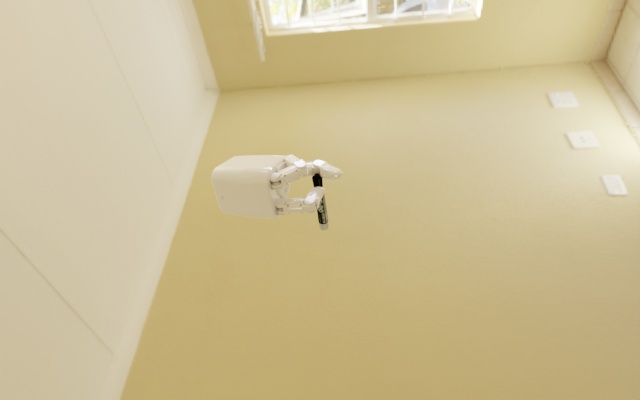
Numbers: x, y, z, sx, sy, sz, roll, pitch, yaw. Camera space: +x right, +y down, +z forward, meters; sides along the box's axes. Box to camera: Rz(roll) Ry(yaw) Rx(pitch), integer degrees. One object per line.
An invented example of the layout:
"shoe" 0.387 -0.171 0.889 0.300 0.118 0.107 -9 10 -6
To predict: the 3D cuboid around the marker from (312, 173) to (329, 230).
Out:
"marker" 0.000 0.003 0.876 0.020 0.121 0.020 -6 36 4
